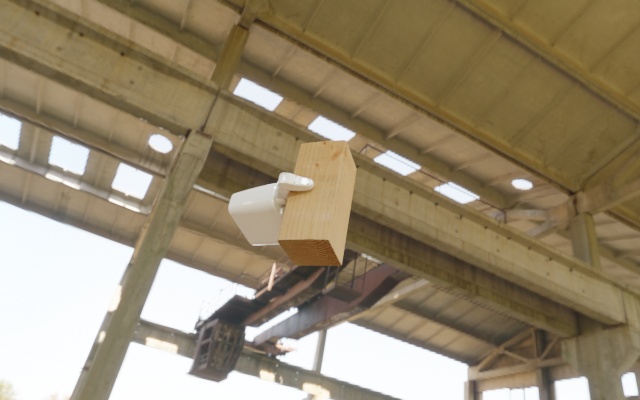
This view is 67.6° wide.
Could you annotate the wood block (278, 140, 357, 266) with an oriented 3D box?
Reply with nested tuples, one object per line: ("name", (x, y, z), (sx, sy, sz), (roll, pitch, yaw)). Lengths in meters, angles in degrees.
("wood block", (0.000, 0.002, 0.841), (0.090, 0.206, 0.091), (-2, -35, 19))
